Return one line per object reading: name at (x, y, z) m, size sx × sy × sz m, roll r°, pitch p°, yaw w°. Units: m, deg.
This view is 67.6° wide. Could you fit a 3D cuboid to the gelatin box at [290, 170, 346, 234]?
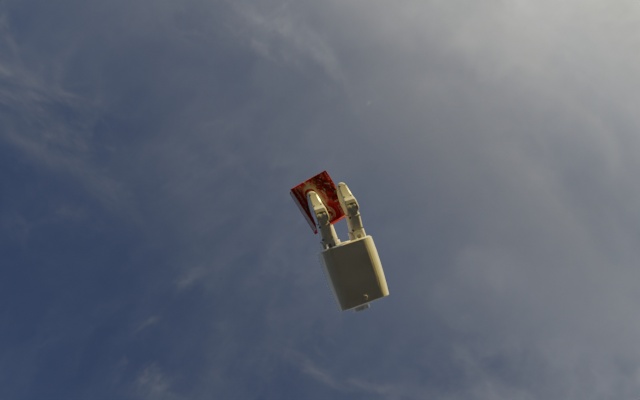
gelatin box at (0.000, 0.003, 0.834) m, size 0.073 × 0.089 × 0.030 m, roll -30°, pitch -10°, yaw -17°
